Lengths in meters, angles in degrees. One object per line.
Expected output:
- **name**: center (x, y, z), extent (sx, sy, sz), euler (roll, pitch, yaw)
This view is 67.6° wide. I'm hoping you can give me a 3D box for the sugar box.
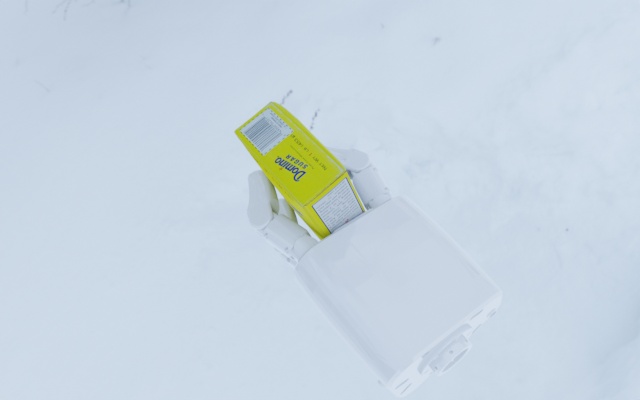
- **sugar box**: center (0.000, 0.002, 0.408), extent (0.048, 0.093, 0.176), euler (-39, -31, -6)
